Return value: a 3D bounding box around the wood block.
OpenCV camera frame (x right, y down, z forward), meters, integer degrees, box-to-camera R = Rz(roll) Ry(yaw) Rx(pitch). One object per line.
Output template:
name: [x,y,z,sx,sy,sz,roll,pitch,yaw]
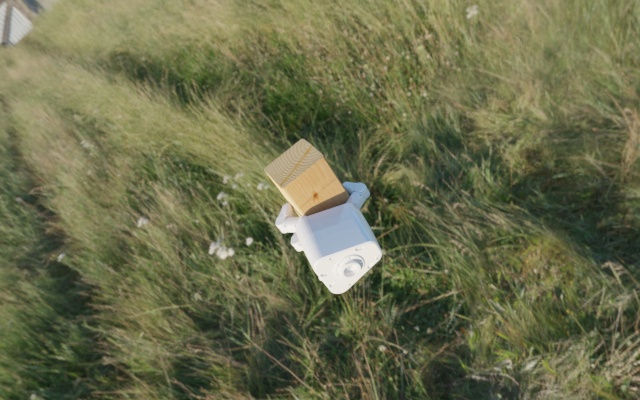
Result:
wood block: [0.000,0.003,0.865,0.091,0.206,0.090,-39,38,-5]
